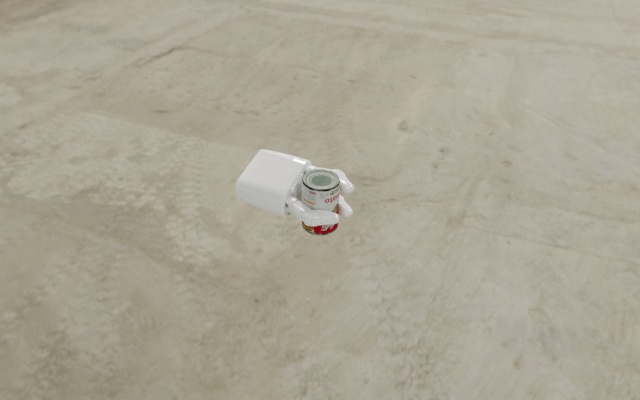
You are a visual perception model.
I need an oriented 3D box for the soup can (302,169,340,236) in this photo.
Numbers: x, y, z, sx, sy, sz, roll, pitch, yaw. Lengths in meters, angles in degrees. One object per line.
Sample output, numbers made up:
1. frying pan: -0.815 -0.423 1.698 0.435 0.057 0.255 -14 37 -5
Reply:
1. soup can: 0.001 0.003 0.859 0.068 0.102 0.068 1 36 -1
